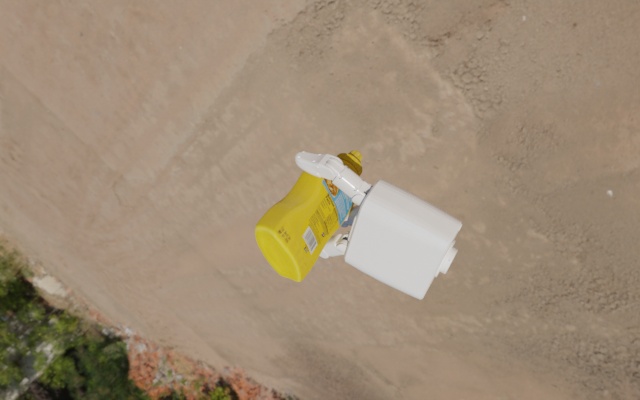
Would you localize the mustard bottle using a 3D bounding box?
[{"bbox_3d":[0.000,0.002,0.602,0.058,0.096,0.191,12,50,36],"label":"mustard bottle"}]
